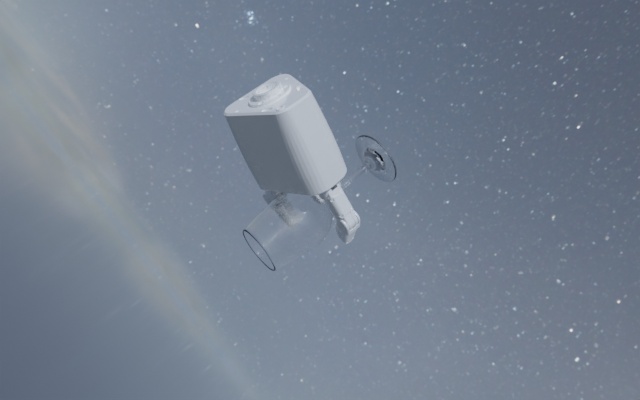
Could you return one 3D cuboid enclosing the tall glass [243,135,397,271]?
[{"bbox_3d":[0.001,0.002,0.599,0.201,0.079,0.079,-38,15,-20],"label":"tall glass"}]
